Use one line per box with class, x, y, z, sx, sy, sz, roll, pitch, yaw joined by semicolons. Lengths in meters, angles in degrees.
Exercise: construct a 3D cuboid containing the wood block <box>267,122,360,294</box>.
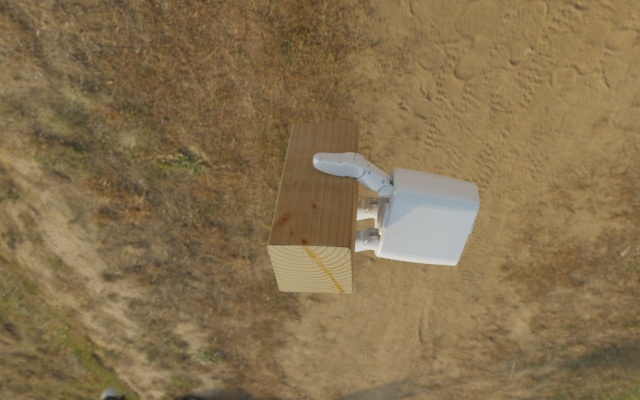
wood block;0.000;0.002;0.595;0.090;0.206;0.091;1;-43;7
